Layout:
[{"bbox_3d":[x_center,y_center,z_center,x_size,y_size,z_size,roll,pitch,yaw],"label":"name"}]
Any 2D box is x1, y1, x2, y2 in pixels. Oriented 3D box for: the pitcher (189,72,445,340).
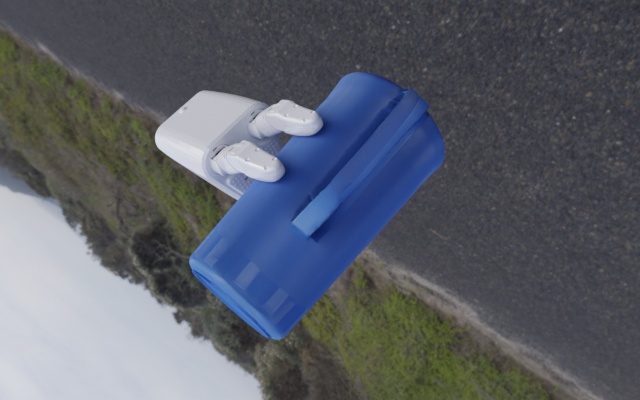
[{"bbox_3d":[0.000,0.001,0.441,0.145,0.242,0.149,25,-25,38],"label":"pitcher"}]
